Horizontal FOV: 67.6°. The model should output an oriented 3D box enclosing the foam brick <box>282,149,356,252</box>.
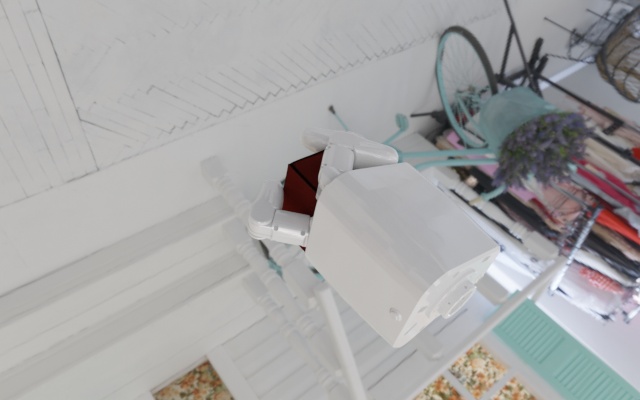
[{"bbox_3d":[0.000,0.002,0.436,0.053,0.078,0.051,-25,57,-32],"label":"foam brick"}]
